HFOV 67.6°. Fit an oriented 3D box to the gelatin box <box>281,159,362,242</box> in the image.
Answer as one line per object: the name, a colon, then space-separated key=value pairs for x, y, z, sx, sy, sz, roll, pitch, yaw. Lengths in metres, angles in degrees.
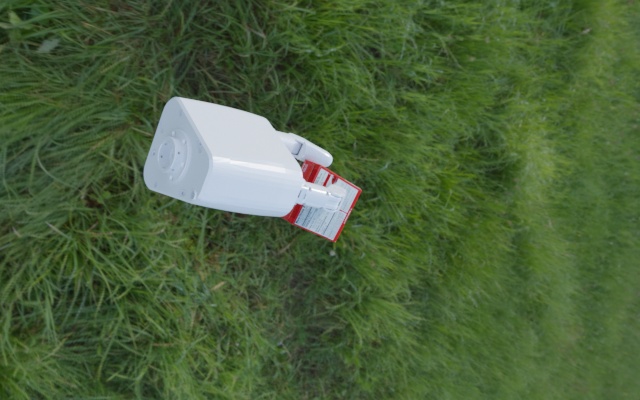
gelatin box: x=0.001 y=0.002 z=0.561 sx=0.030 sy=0.073 sz=0.089 roll=26 pitch=-1 yaw=42
